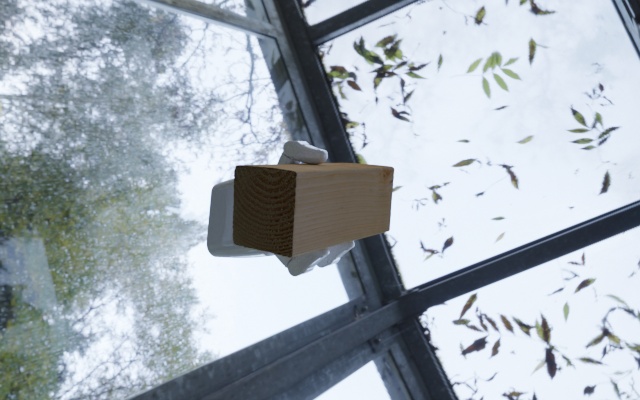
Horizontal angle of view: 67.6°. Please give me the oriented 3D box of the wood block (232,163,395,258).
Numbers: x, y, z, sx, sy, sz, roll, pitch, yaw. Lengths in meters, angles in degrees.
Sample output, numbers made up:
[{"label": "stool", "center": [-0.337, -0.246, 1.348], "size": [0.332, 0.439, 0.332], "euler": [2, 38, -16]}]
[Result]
[{"label": "wood block", "center": [0.000, 0.002, 0.582], "size": [0.090, 0.091, 0.206], "euler": [8, 10, 36]}]
